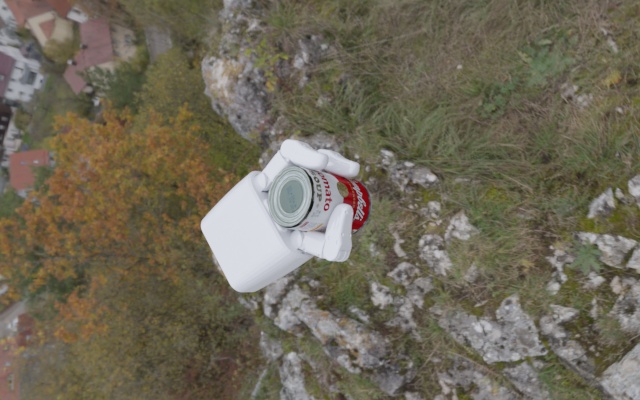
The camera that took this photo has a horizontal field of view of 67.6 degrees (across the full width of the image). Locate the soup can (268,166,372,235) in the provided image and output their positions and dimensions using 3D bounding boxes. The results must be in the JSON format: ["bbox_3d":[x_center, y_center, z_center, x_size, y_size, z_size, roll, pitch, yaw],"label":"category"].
[{"bbox_3d":[0.000,0.002,0.532,0.068,0.068,0.102,0,-7,42],"label":"soup can"}]
